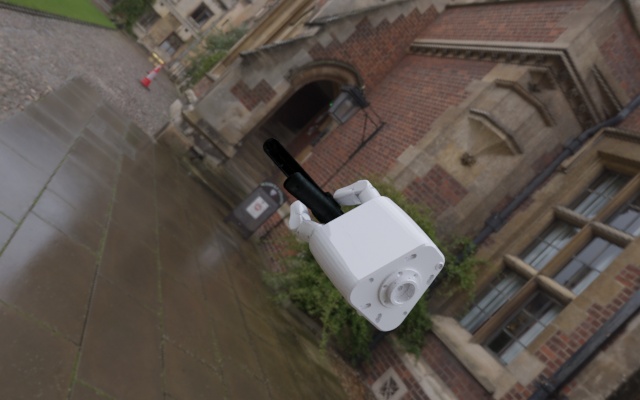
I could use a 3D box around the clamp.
[{"bbox_3d":[0.001,0.002,0.655,0.210,0.036,0.164,45,6,-34],"label":"clamp"}]
